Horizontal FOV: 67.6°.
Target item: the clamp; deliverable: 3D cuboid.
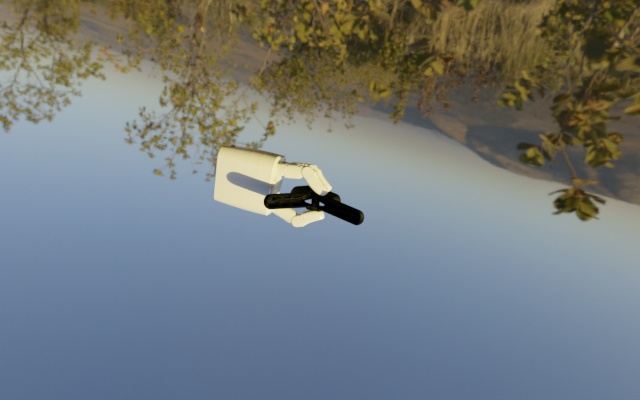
[{"bbox_3d":[0.000,0.003,0.855,0.164,0.036,0.210,13,10,6],"label":"clamp"}]
